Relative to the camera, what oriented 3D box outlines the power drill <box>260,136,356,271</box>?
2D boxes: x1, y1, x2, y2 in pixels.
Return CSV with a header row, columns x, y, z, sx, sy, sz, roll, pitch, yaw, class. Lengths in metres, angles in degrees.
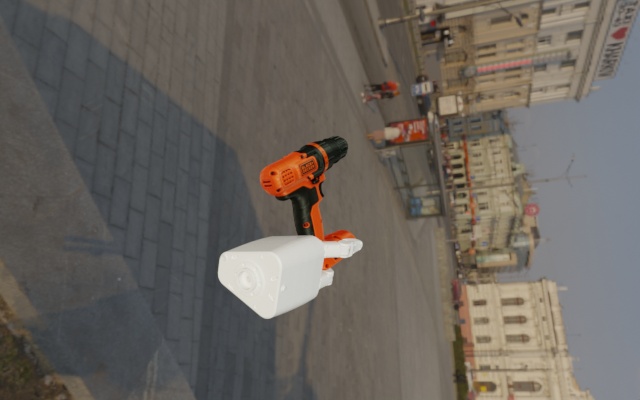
x,y,z,sx,sy,sz,roll,pitch,yaw,class
0.000,0.003,0.763,0.057,0.188,0.184,-4,20,47,power drill
